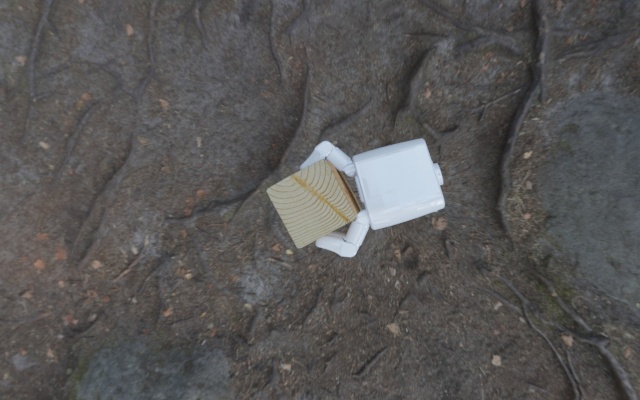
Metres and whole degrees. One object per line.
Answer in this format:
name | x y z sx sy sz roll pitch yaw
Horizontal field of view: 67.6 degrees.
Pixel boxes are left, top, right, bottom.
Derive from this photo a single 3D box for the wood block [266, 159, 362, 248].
wood block | 0.000 0.002 0.716 0.090 0.091 0.206 -28 -3 7
